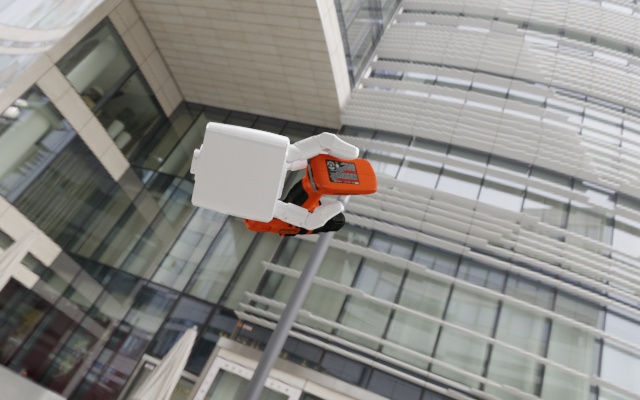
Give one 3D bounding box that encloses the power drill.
[{"bbox_3d":[0.000,0.002,0.725,0.184,0.057,0.188,2,-27,-35],"label":"power drill"}]
